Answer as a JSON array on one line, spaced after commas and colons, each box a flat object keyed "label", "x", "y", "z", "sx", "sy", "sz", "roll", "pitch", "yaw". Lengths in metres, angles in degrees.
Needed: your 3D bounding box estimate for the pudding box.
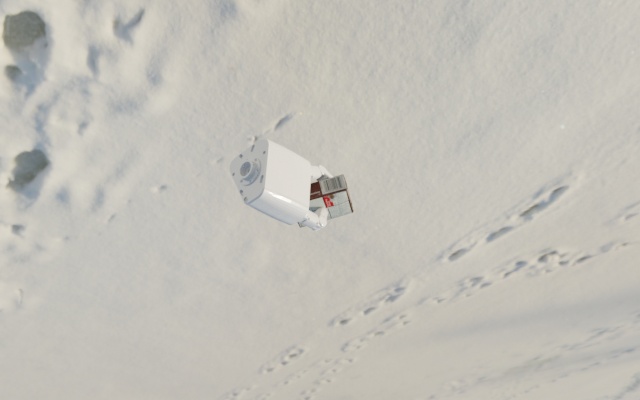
[{"label": "pudding box", "x": 0.000, "y": 0.003, "z": 0.898, "sx": 0.113, "sy": 0.039, "sz": 0.090, "roll": -14, "pitch": -32, "yaw": 4}]
